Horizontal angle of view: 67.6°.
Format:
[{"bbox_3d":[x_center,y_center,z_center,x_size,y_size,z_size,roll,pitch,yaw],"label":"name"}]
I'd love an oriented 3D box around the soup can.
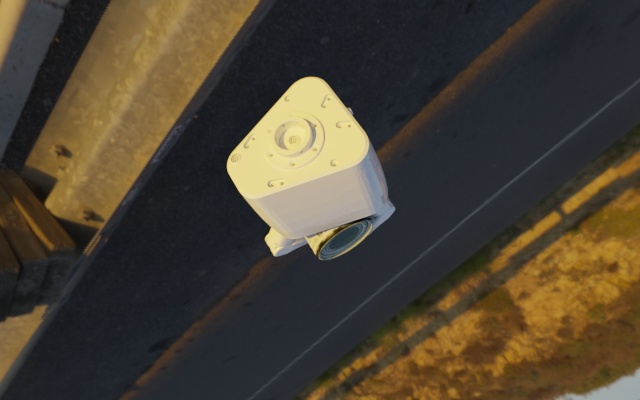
[{"bbox_3d":[0.000,0.002,0.495,0.068,0.102,0.068,-28,-25,-14],"label":"soup can"}]
